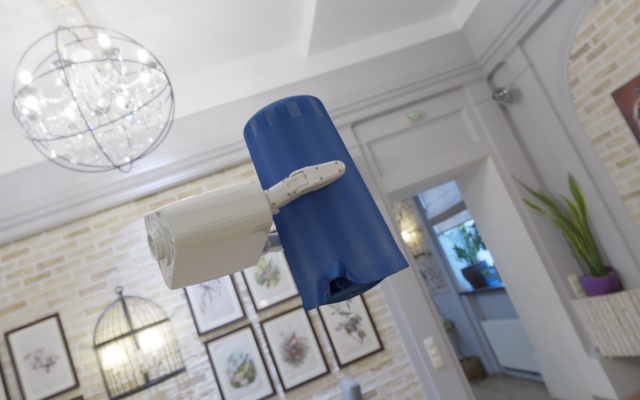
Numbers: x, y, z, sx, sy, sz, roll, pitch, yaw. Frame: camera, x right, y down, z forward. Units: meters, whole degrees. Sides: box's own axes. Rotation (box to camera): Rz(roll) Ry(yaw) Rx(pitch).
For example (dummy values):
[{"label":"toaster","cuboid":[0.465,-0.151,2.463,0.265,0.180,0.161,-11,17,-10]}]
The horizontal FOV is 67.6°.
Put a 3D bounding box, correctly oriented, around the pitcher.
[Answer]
[{"label":"pitcher","cuboid":[0.000,0.002,0.589,0.145,0.242,0.149,-17,-12,-32]}]
